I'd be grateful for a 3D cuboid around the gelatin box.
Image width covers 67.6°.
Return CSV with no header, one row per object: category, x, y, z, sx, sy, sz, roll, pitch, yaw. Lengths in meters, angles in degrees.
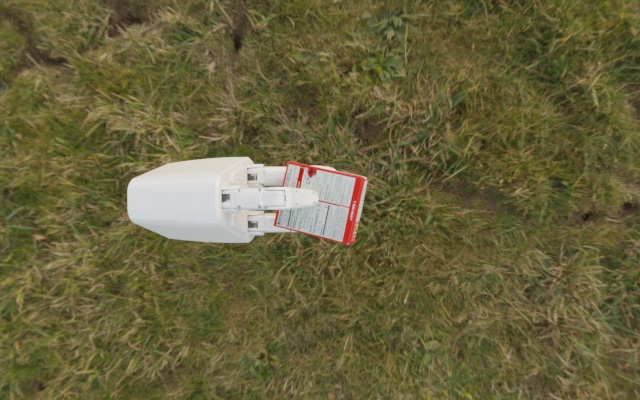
gelatin box,0.000,0.002,0.516,0.089,0.073,0.030,13,4,16
